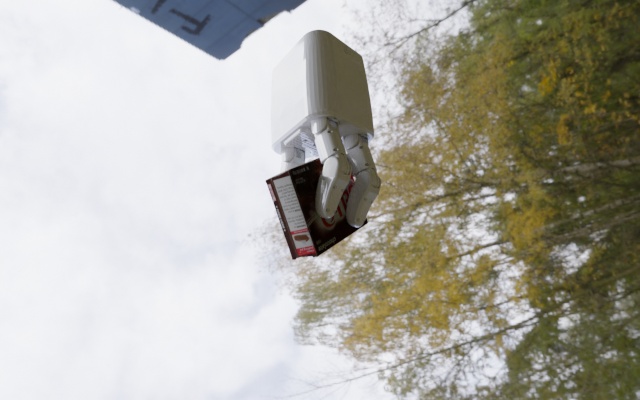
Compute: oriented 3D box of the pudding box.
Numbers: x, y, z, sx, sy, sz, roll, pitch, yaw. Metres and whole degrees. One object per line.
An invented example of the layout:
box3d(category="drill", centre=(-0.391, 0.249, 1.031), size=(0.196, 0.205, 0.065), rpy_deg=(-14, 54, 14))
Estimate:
box3d(category="pudding box", centre=(0.000, 0.002, 0.509), size=(0.039, 0.090, 0.113), rpy_deg=(-15, 7, 38))
